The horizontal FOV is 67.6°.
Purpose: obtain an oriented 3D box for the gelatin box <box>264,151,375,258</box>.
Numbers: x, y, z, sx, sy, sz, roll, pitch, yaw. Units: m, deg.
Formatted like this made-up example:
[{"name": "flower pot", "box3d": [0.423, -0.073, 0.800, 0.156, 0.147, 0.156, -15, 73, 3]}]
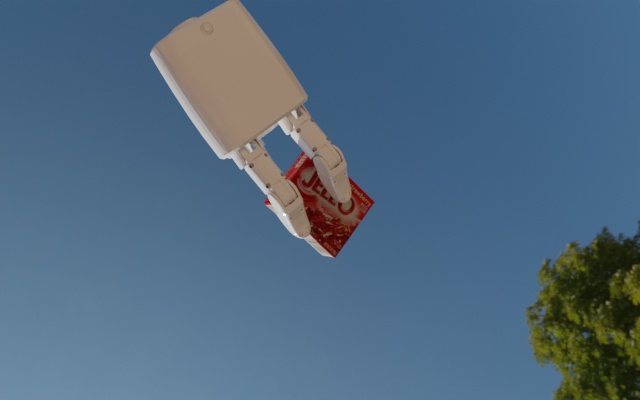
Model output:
[{"name": "gelatin box", "box3d": [0.000, 0.002, 0.474, 0.089, 0.073, 0.030, 44, -18, -21]}]
